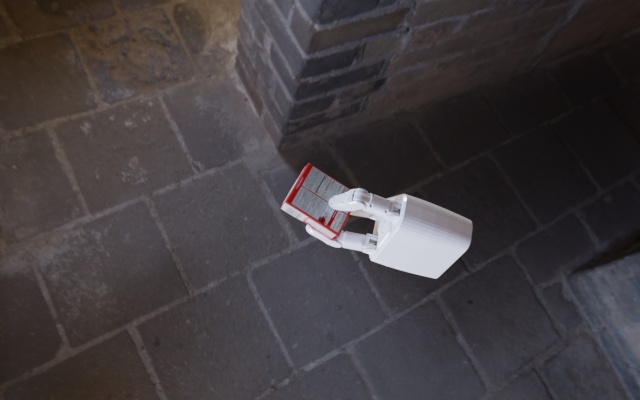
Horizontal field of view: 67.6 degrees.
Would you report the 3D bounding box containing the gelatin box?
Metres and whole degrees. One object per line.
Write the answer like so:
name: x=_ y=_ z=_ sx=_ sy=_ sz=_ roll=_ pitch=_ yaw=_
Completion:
gelatin box: x=0.000 y=0.002 z=0.672 sx=0.089 sy=0.073 sz=0.030 roll=32 pitch=-27 yaw=-7
